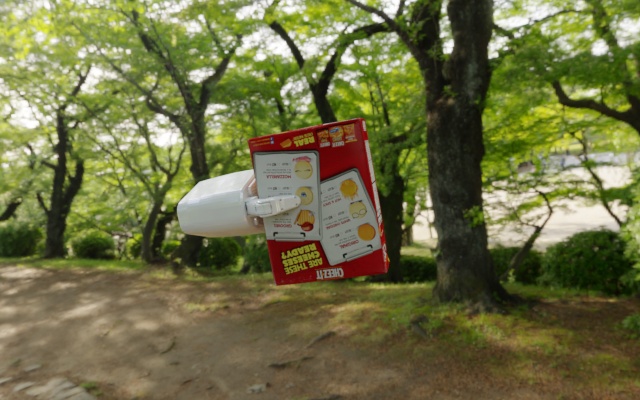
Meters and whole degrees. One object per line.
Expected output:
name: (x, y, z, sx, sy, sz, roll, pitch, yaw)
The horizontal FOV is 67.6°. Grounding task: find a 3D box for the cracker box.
cracker box: (0.000, 0.002, 0.682, 0.164, 0.214, 0.072, -9, 7, 14)
